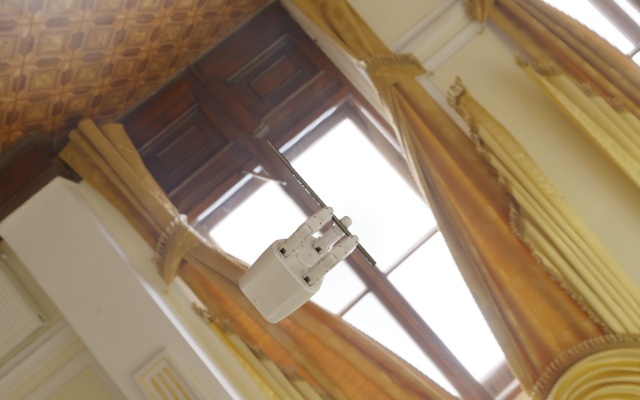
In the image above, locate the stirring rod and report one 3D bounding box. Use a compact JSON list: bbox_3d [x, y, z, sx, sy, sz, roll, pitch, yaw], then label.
[{"bbox_3d":[0.000,0.002,0.699,0.011,0.239,0.011,-41,-6,-5],"label":"stirring rod"}]
